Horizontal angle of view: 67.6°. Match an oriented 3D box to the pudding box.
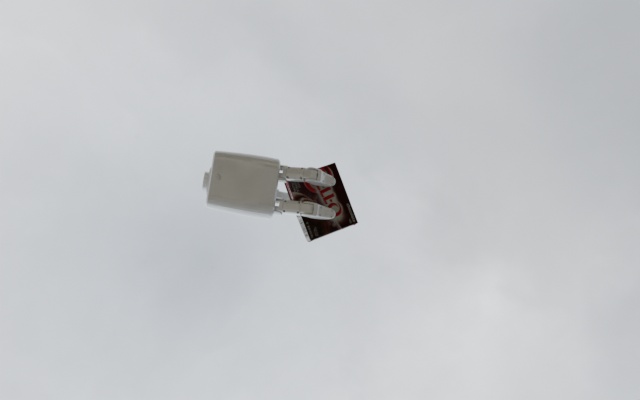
[{"bbox_3d":[0.000,0.003,0.804,0.090,0.113,0.039,-20,-2,-17],"label":"pudding box"}]
